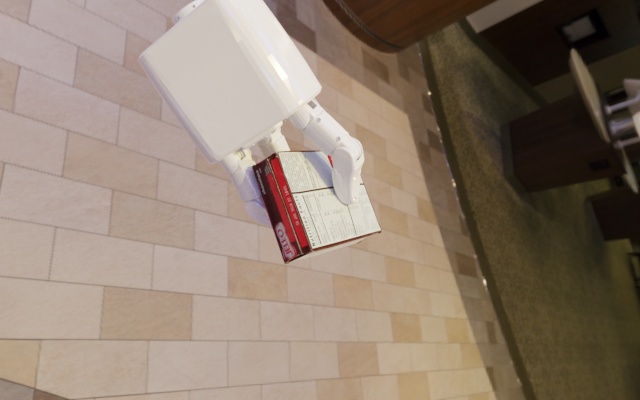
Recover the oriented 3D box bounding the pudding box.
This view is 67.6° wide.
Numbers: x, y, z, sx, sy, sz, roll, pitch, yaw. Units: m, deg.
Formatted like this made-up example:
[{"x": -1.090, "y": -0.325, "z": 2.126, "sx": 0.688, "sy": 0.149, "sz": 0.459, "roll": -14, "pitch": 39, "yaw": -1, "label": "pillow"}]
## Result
[{"x": 0.000, "y": 0.001, "z": 0.434, "sx": 0.039, "sy": 0.090, "sz": 0.113, "roll": -26, "pitch": -11, "yaw": 39, "label": "pudding box"}]
